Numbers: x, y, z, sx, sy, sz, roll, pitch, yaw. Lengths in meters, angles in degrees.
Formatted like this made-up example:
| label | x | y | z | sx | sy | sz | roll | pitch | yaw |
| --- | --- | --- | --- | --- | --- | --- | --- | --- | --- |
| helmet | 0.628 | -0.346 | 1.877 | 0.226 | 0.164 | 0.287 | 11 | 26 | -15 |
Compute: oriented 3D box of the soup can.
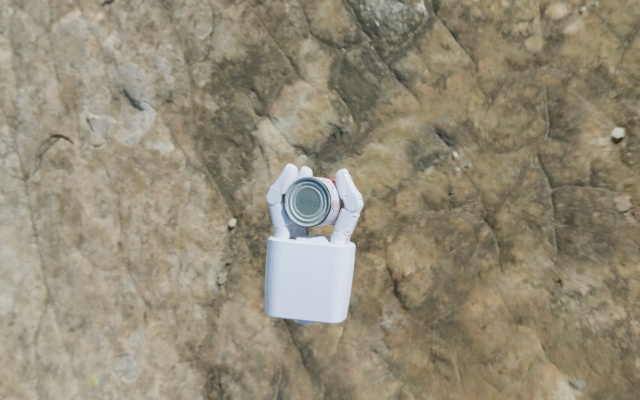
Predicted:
| label | x | y | z | sx | sy | sz | roll | pitch | yaw |
| --- | --- | --- | --- | --- | --- | --- | --- | --- | --- |
| soup can | 0.000 | 0.002 | 0.660 | 0.068 | 0.068 | 0.102 | 0 | 0 | 21 |
